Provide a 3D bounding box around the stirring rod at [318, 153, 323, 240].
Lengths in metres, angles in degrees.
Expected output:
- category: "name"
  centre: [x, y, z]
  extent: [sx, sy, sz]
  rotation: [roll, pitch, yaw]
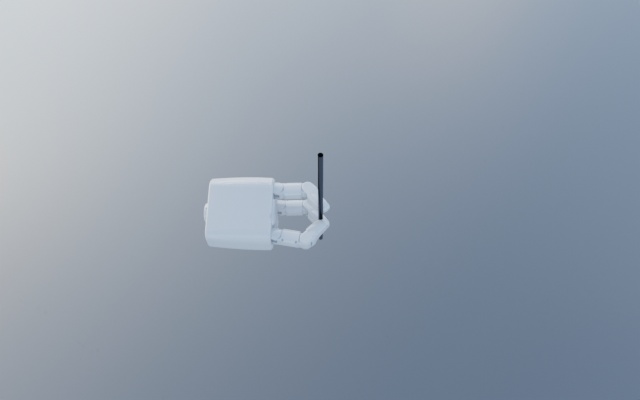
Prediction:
- category: "stirring rod"
  centre: [0.000, 0.003, 0.742]
  extent: [0.011, 0.011, 0.240]
  rotation: [0, -32, 0]
